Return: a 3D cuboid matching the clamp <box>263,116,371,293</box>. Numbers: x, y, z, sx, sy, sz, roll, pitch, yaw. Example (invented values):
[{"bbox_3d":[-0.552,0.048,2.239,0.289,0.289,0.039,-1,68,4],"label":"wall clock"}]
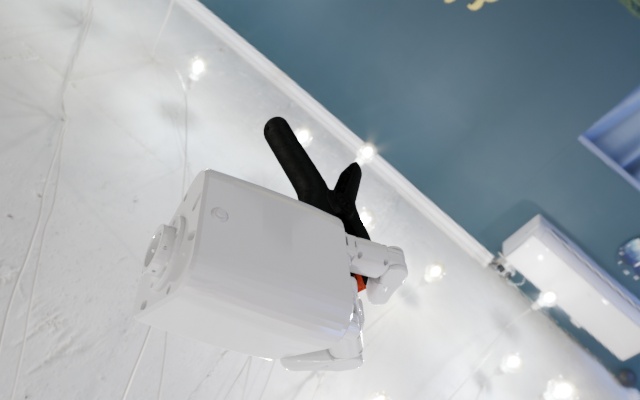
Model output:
[{"bbox_3d":[0.000,0.002,0.411,0.120,0.171,0.039,26,-55,-29],"label":"clamp"}]
